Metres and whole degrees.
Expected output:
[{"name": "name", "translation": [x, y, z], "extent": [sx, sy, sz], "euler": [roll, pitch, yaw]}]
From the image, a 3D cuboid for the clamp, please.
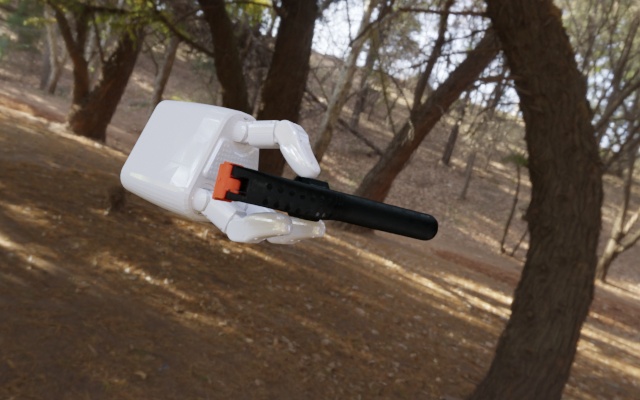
[{"name": "clamp", "translation": [0.000, 0.000, 0.413], "extent": [0.164, 0.036, 0.210], "euler": [13, 1, 31]}]
